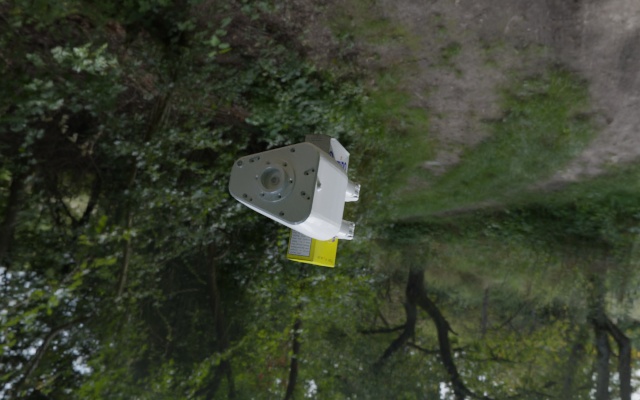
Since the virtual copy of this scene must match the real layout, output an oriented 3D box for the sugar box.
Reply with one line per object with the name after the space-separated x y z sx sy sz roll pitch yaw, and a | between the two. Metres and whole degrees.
0.001 0.002 0.682 0.048 0.176 0.093 7 -8 21 | sugar box
